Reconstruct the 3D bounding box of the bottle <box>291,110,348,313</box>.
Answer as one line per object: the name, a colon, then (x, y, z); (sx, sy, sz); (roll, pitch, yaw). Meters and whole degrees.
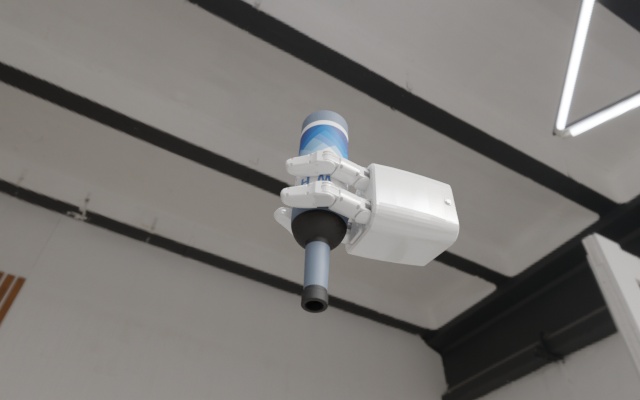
bottle: (0.000, 0.002, 0.581); (0.069, 0.295, 0.069); (2, -45, 2)
